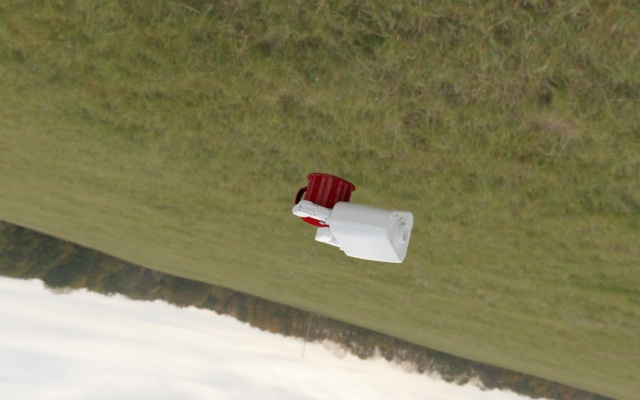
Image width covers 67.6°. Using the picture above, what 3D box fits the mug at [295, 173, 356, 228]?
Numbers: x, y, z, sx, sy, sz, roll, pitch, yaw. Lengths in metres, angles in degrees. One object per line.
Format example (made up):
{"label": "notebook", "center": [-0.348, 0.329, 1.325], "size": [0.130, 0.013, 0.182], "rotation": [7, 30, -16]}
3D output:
{"label": "mug", "center": [-0.001, 0.003, 0.883], "size": [0.117, 0.081, 0.093], "rotation": [6, -16, 34]}
